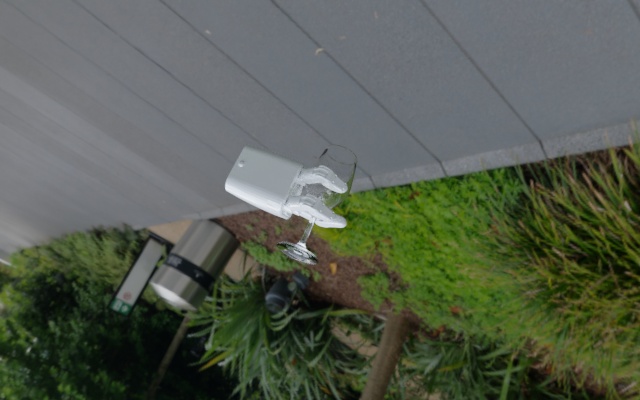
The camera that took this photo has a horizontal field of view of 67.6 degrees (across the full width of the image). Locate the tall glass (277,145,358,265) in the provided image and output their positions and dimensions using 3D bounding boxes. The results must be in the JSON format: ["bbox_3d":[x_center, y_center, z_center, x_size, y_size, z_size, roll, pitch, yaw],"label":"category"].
[{"bbox_3d":[0.000,0.003,0.813,0.079,0.201,0.079,21,-23,9],"label":"tall glass"}]
